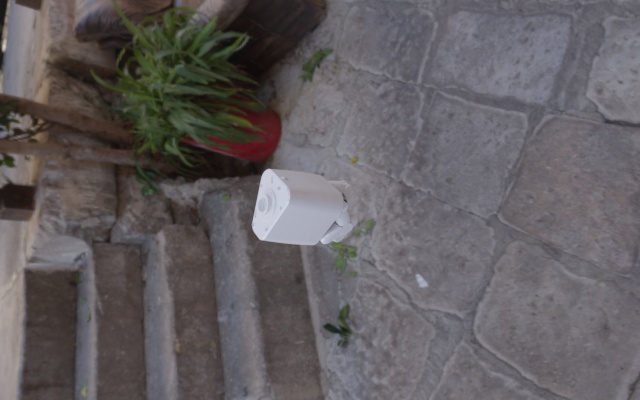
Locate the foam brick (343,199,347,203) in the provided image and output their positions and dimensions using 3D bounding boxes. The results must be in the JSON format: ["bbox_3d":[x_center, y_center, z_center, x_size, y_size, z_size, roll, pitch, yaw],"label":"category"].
[{"bbox_3d":[0.000,0.003,0.856,0.051,0.053,0.078,6,26,-38],"label":"foam brick"}]
